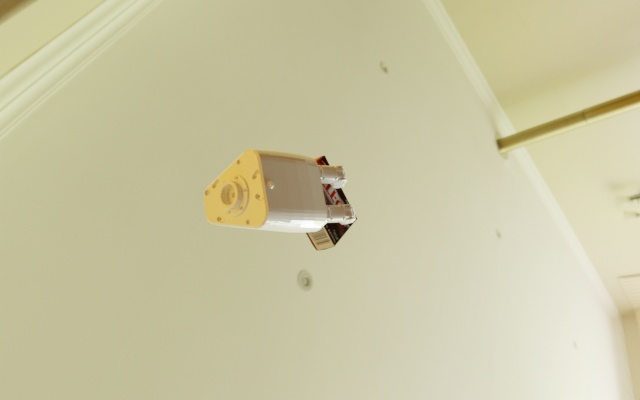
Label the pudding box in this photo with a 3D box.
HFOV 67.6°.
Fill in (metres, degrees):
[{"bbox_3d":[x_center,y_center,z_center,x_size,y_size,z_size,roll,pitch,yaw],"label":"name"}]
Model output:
[{"bbox_3d":[0.000,0.002,0.686,0.039,0.113,0.090,-18,14,33],"label":"pudding box"}]
